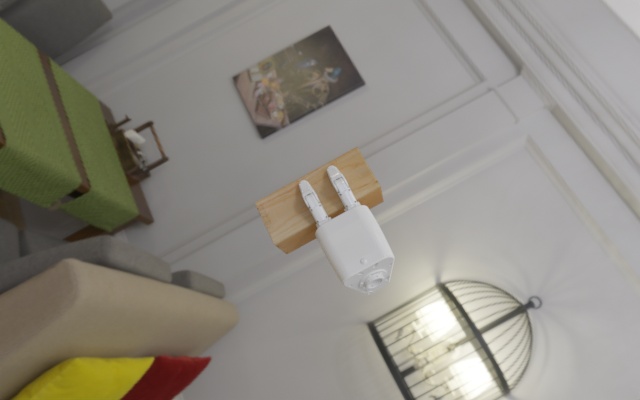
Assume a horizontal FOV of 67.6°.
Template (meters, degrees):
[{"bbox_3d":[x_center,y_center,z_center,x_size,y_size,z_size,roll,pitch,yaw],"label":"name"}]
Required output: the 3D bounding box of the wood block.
[{"bbox_3d":[0.000,0.003,0.863,0.206,0.090,0.091,-28,-21,1],"label":"wood block"}]
